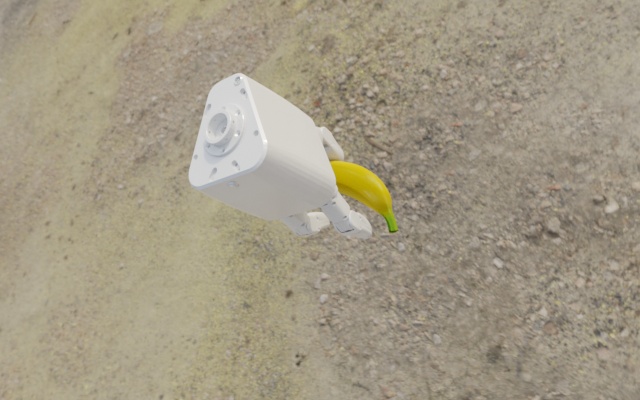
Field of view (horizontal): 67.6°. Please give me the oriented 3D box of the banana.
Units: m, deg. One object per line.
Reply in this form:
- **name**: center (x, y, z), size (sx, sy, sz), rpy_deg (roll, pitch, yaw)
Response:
- **banana**: center (0.008, -0.016, 0.578), size (0.198, 0.069, 0.037), rpy_deg (13, -3, 36)
